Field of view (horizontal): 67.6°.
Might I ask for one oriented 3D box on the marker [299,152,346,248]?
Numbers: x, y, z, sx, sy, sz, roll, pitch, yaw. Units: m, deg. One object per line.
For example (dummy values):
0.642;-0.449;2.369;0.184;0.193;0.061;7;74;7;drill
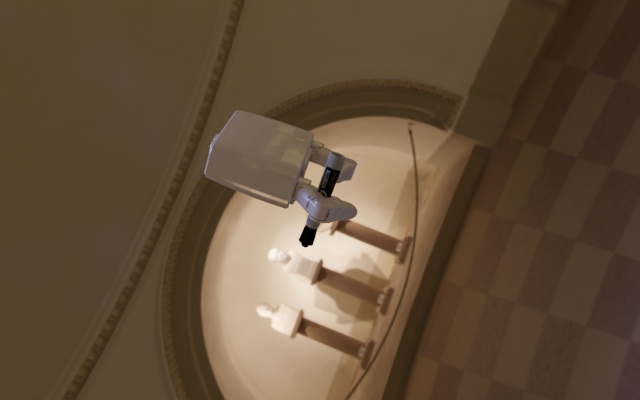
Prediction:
0.000;0.002;0.554;0.020;0.121;0.020;18;21;-7;marker
